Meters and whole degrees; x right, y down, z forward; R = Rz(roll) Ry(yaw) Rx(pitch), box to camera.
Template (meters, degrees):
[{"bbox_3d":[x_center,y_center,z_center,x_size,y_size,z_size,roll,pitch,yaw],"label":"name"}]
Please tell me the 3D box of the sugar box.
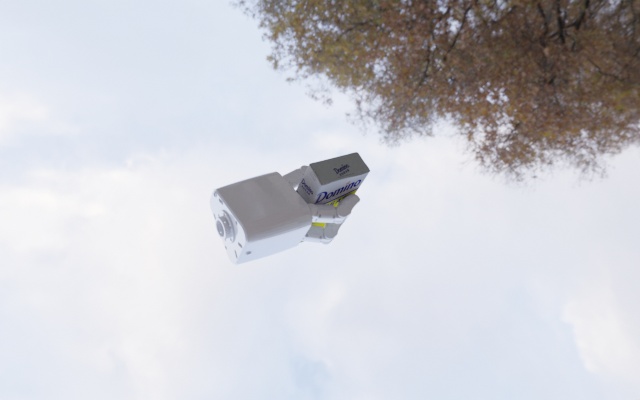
[{"bbox_3d":[0.000,0.003,0.749,0.093,0.048,0.176,-17,-24,-33],"label":"sugar box"}]
